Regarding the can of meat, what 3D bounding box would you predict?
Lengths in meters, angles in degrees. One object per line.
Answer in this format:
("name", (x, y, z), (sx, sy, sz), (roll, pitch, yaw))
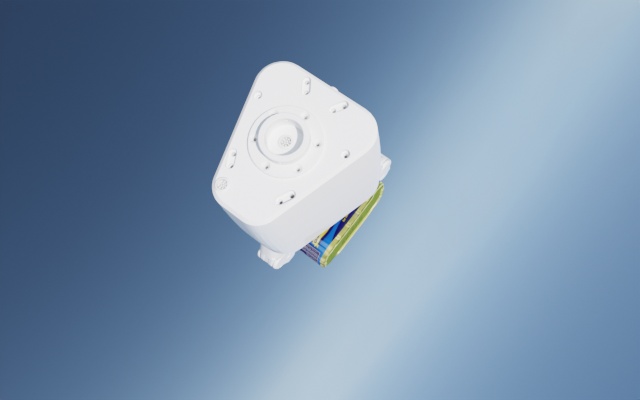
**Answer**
("can of meat", (0.000, 0.002, 0.460), (0.084, 0.102, 0.057), (36, -12, 13))
